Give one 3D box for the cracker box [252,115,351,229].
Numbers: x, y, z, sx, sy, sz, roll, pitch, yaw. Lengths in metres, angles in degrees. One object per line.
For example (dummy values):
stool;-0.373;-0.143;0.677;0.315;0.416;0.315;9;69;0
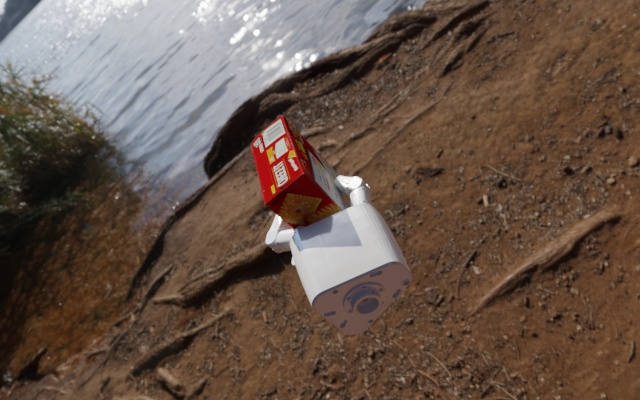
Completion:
cracker box;0.000;0.002;0.682;0.214;0.072;0.164;44;14;-35
